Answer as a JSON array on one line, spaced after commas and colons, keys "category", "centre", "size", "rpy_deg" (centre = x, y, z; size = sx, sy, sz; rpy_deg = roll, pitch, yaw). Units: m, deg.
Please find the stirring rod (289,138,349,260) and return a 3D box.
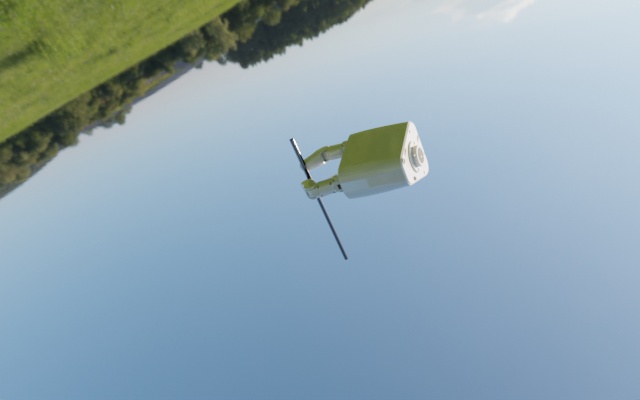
[{"category": "stirring rod", "centre": [0.000, 0.003, 0.814], "size": [0.011, 0.240, 0.011], "rpy_deg": [-21, 22, 9]}]
